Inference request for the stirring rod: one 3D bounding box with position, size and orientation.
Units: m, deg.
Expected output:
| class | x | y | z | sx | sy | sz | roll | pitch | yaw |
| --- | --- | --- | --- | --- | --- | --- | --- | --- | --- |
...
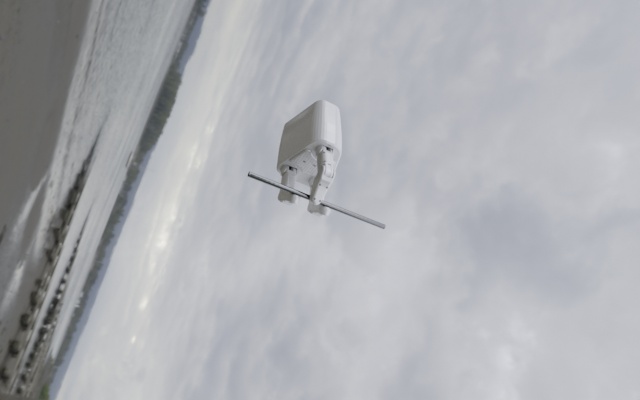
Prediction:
| class | x | y | z | sx | sy | sz | roll | pitch | yaw |
| --- | --- | --- | --- | --- | --- | --- | --- | --- | --- |
| stirring rod | 0.000 | 0.002 | 0.735 | 0.239 | 0.011 | 0.011 | 21 | -8 | -22 |
